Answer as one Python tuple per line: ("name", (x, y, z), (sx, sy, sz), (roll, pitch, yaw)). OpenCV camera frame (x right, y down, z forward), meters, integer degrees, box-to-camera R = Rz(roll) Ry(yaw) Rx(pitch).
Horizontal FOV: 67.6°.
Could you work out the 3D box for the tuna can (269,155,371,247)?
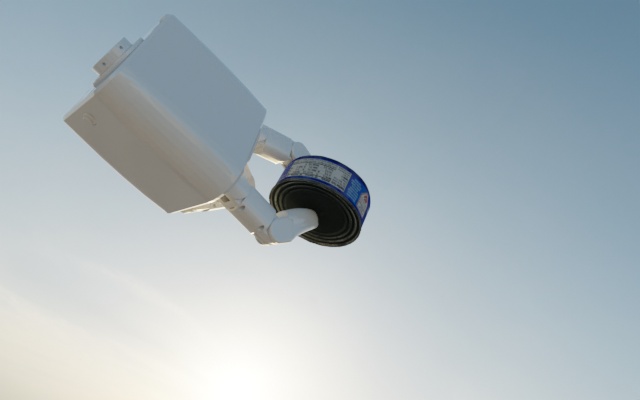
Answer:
("tuna can", (0.000, 0.001, 0.422), (0.086, 0.033, 0.086), (16, -38, 13))
